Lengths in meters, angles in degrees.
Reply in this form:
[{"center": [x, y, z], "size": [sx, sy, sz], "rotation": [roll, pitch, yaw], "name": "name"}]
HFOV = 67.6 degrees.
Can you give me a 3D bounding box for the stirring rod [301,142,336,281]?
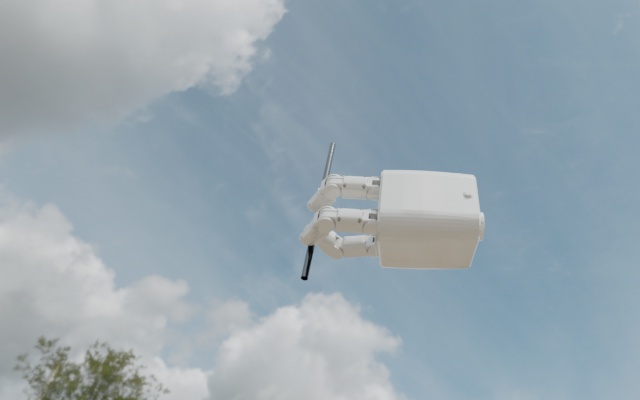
[{"center": [0.000, 0.002, 0.605], "size": [0.011, 0.011, 0.239], "rotation": [0, 44, 12], "name": "stirring rod"}]
